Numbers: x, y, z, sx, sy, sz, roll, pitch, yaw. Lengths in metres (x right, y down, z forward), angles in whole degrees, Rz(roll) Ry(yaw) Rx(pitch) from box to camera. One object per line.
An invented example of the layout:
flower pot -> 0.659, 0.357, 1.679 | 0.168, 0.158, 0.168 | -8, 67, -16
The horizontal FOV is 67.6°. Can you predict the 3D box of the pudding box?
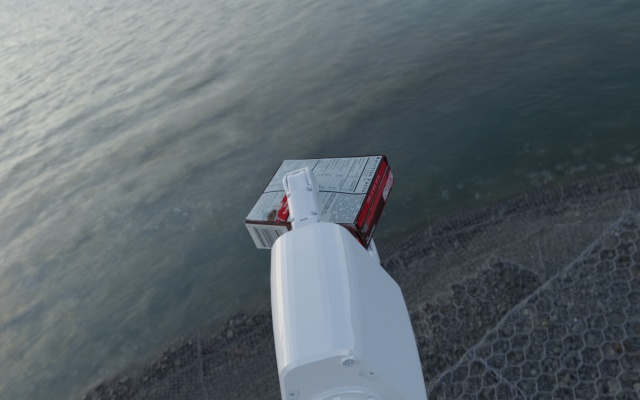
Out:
pudding box -> 0.000, 0.001, 0.427 | 0.113, 0.039, 0.090 | 2, 43, 29
